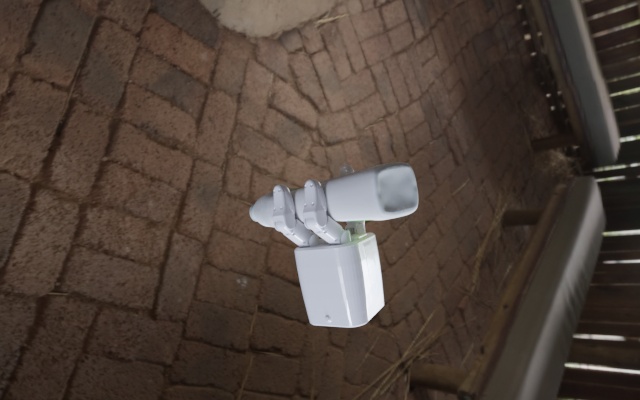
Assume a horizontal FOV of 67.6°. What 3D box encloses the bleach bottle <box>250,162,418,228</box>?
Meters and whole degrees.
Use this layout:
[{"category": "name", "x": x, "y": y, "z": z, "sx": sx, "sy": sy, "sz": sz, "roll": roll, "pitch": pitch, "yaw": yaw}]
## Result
[{"category": "bleach bottle", "x": 0.000, "y": 0.002, "z": 0.658, "sx": 0.251, "sy": 0.068, "sz": 0.102, "roll": -9, "pitch": 1, "yaw": 41}]
